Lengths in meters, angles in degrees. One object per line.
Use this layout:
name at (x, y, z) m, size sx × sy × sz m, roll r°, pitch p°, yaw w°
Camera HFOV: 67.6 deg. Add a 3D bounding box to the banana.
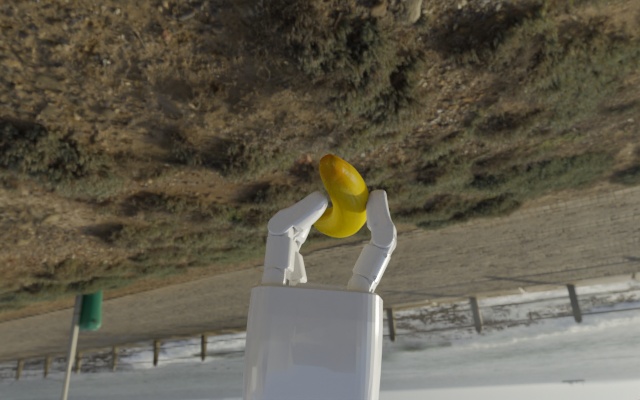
banana at (0.018, 0.007, 0.494) m, size 0.069 × 0.037 × 0.198 m, roll 12°, pitch -19°, yaw -6°
